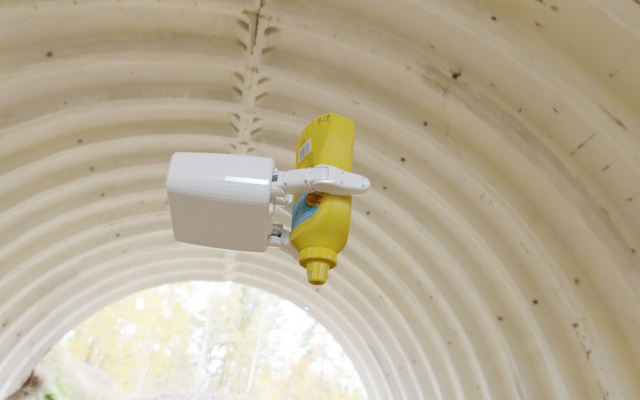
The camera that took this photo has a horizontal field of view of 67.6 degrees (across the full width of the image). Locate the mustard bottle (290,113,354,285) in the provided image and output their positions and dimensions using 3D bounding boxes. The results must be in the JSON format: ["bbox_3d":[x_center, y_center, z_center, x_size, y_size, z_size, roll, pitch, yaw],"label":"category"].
[{"bbox_3d":[0.000,0.002,0.541,0.058,0.191,0.096,18,-32,-24],"label":"mustard bottle"}]
